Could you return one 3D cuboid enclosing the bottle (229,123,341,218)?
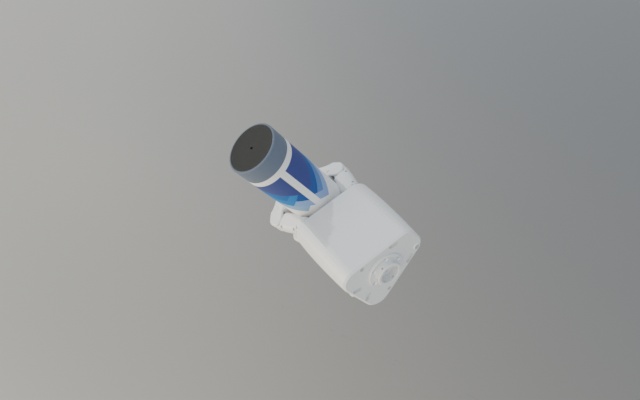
[{"bbox_3d":[0.000,0.002,0.650,0.069,0.069,0.296,0,-25,36],"label":"bottle"}]
